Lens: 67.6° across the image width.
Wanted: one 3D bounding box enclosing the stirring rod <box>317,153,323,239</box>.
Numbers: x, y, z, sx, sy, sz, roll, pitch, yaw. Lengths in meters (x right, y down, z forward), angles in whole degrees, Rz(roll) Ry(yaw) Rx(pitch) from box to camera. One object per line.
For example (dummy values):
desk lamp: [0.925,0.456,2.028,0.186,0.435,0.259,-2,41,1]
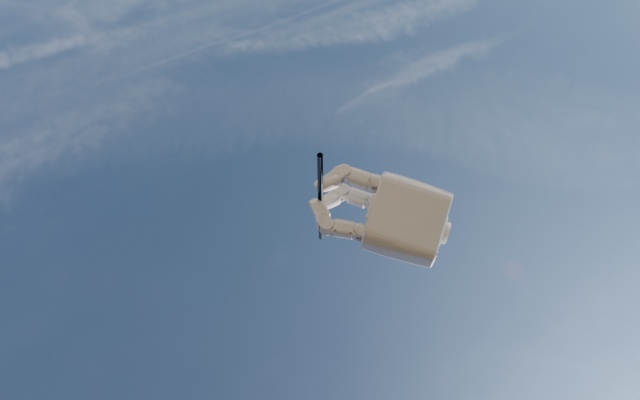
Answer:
stirring rod: [0.000,0.002,0.720,0.011,0.011,0.240,0,-31,0]
